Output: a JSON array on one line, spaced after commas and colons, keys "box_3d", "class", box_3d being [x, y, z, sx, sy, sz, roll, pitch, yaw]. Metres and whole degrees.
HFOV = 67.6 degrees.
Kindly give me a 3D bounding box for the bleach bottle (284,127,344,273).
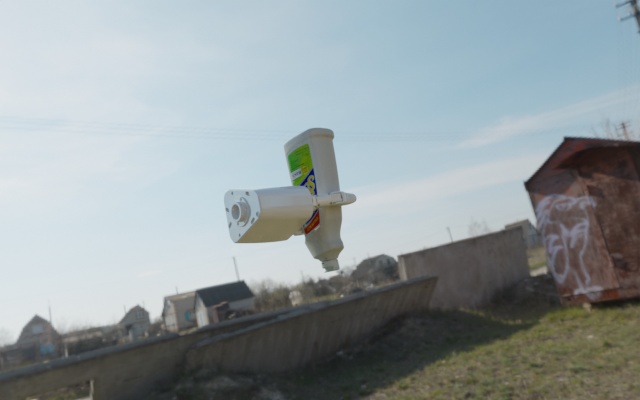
[{"box_3d": [0.000, 0.003, 0.866, 0.068, 0.250, 0.102, -2, -14, -42], "class": "bleach bottle"}]
